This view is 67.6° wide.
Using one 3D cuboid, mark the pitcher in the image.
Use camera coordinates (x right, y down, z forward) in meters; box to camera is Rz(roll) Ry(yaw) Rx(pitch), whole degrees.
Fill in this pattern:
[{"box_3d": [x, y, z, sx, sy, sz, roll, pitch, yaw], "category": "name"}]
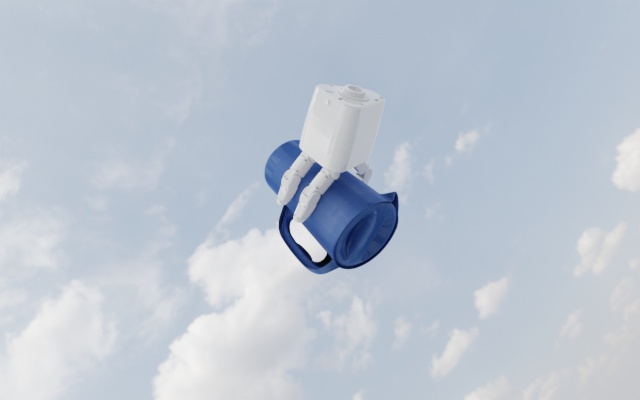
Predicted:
[{"box_3d": [0.000, 0.003, 0.817, 0.149, 0.145, 0.242, -12, 40, -37], "category": "pitcher"}]
